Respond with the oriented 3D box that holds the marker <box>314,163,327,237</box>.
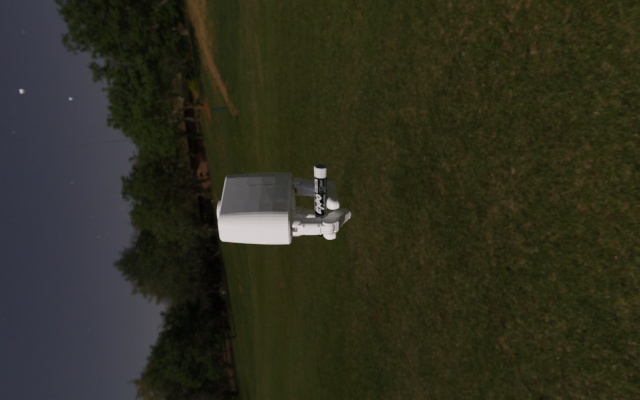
[{"bbox_3d":[0.000,0.002,0.708,0.020,0.121,0.020,0,32,0],"label":"marker"}]
